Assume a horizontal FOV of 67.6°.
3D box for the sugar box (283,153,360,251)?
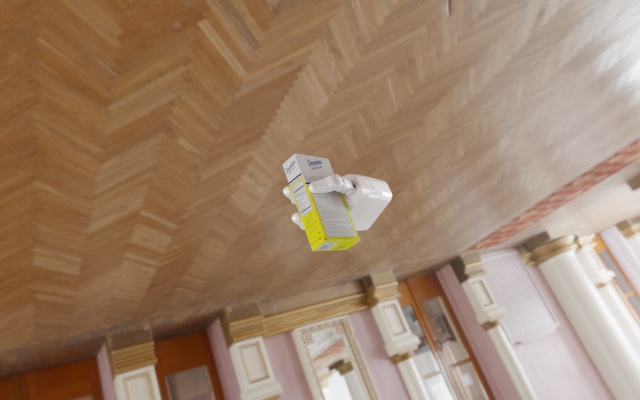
[{"bbox_3d":[0.000,0.003,0.865,0.093,0.176,0.048,5,-35,-47],"label":"sugar box"}]
